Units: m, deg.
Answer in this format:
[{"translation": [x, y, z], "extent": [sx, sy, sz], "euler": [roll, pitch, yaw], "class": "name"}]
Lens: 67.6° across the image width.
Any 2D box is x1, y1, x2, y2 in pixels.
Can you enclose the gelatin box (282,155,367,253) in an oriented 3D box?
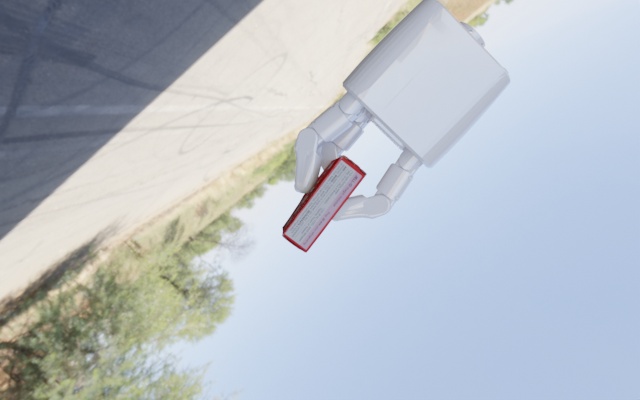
[{"translation": [0.000, 0.002, 0.443], "extent": [0.030, 0.089, 0.073], "euler": [37, -1, -5], "class": "gelatin box"}]
